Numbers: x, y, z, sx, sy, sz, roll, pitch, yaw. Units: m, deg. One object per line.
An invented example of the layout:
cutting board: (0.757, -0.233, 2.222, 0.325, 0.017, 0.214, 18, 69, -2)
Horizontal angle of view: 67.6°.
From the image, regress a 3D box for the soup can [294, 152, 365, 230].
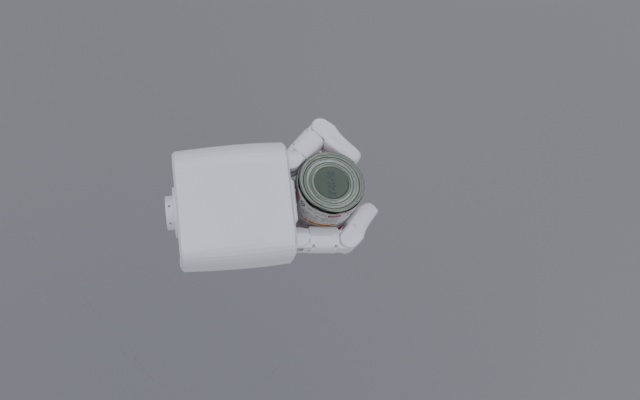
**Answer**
soup can: (0.001, 0.002, 0.498, 0.068, 0.068, 0.102, 0, -24, -14)
